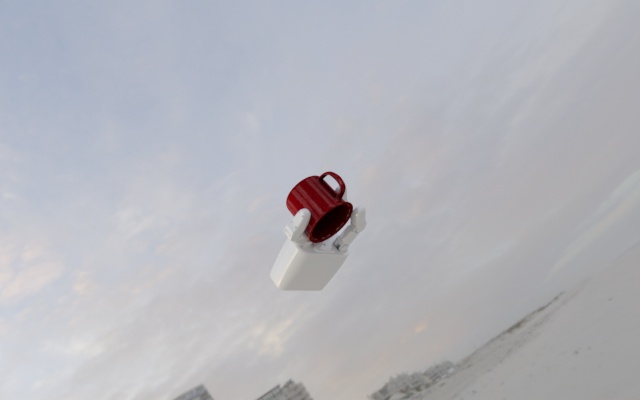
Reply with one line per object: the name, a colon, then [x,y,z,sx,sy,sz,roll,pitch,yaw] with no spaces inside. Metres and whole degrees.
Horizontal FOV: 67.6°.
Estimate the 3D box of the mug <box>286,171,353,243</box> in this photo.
mug: [0.001,0.001,0.807,0.093,0.117,0.081,-8,48,-48]
